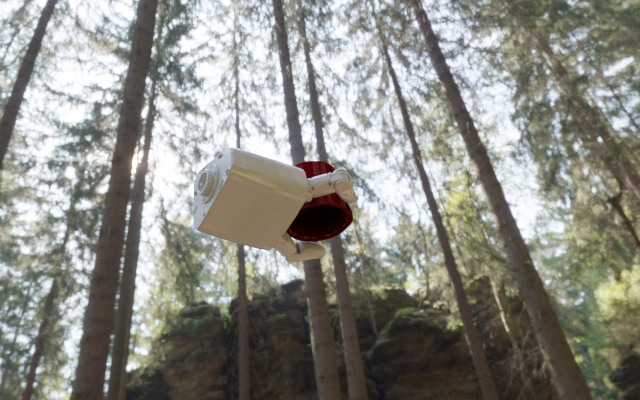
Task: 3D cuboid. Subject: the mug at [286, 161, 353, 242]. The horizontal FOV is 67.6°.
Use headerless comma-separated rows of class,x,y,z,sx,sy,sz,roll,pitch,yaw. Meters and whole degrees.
mug,0.001,0.002,0.672,0.117,0.081,0.093,18,-45,-35
